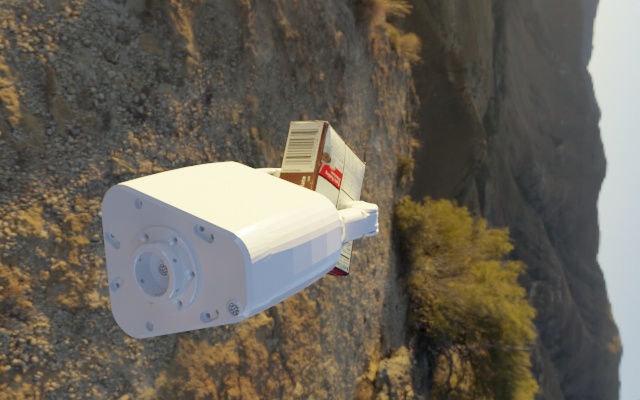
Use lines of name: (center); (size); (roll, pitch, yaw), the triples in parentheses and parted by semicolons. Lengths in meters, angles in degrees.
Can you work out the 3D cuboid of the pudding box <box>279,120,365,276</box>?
pudding box: (0.000, 0.001, 0.409); (0.039, 0.113, 0.090); (3, -18, 28)
